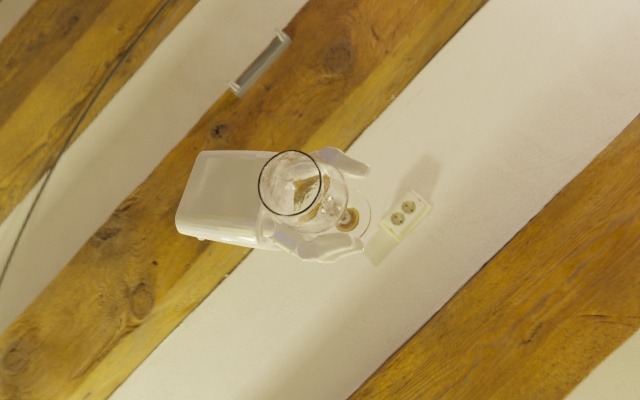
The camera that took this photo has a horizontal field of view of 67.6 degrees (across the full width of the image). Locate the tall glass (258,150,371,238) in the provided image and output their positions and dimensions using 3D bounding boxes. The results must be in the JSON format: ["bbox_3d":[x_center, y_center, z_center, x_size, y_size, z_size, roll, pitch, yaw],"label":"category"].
[{"bbox_3d":[0.000,0.002,0.522,0.079,0.079,0.201,0,-10,17],"label":"tall glass"}]
